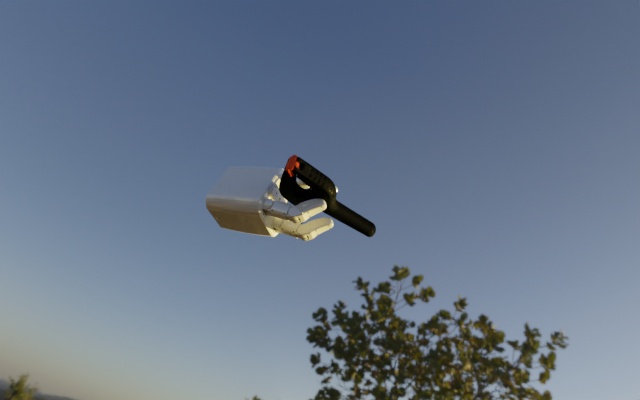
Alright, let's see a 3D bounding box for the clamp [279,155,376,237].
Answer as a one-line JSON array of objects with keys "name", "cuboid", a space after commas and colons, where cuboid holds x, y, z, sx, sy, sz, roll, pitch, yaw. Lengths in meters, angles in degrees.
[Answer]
[{"name": "clamp", "cuboid": [0.000, 0.002, 0.786, 0.164, 0.036, 0.210, 3, -33, 18]}]
